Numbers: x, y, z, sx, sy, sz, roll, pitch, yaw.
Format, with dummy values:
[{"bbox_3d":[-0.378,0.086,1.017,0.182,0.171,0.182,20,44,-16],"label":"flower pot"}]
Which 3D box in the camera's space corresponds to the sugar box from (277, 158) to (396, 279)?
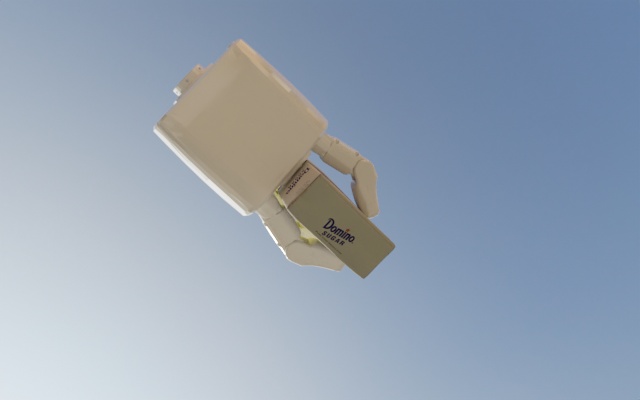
[{"bbox_3d":[0.000,0.002,0.458,0.093,0.048,0.176,43,5,-18],"label":"sugar box"}]
